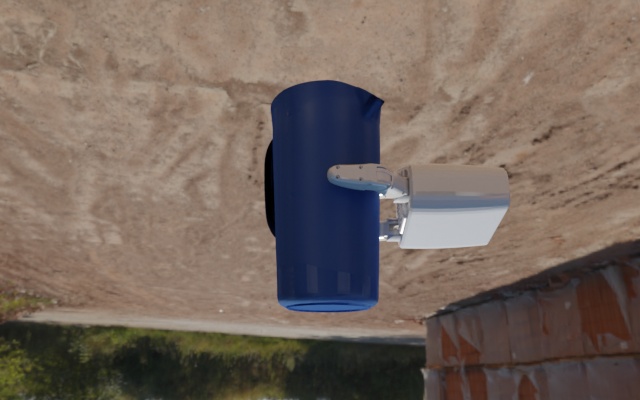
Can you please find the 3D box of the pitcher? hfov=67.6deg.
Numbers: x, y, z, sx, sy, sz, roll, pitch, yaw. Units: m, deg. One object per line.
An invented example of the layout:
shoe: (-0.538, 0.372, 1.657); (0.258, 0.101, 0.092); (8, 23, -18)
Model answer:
pitcher: (0.000, 0.002, 0.548); (0.145, 0.242, 0.149); (0, -18, -1)
